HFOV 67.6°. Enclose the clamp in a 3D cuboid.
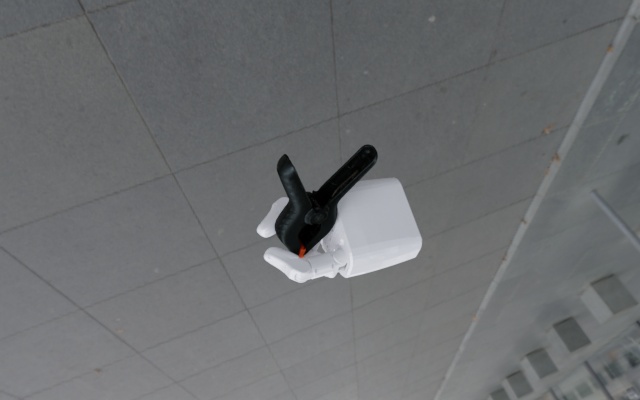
[{"bbox_3d":[0.000,0.002,0.551,0.120,0.039,0.172,-11,-36,-20],"label":"clamp"}]
